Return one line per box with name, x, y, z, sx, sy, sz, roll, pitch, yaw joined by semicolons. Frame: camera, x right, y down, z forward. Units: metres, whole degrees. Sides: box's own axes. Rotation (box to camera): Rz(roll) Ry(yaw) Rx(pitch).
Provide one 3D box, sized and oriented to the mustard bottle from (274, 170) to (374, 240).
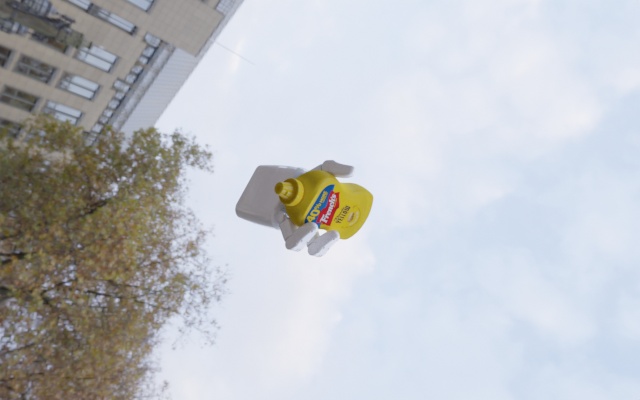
mustard bottle;0.001;0.003;0.756;0.192;0.096;0.058;19;18;-47
